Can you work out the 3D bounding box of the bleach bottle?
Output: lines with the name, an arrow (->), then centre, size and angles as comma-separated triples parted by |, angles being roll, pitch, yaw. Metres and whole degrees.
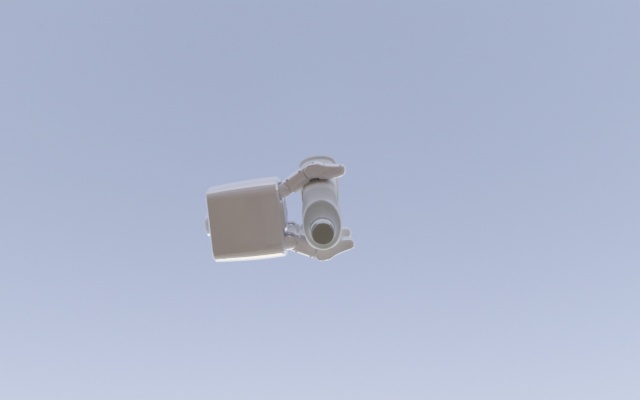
bleach bottle -> 0.000, 0.002, 0.713 | 0.068, 0.102, 0.250 | -6, 15, 1
